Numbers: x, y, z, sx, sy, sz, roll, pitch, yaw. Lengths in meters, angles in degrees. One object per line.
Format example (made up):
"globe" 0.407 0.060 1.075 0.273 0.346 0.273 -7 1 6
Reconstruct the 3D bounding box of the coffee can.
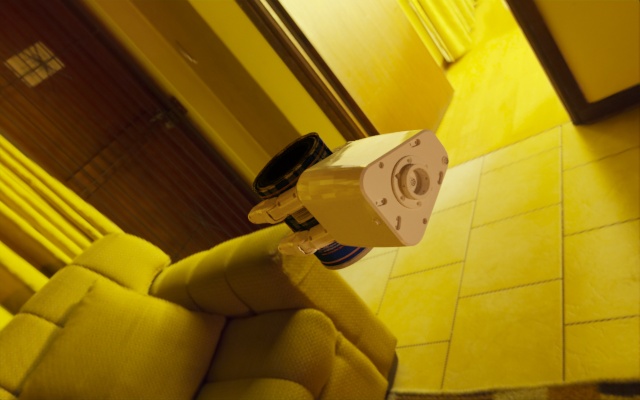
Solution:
"coffee can" 0.000 0.002 0.590 0.103 0.140 0.102 -35 22 16
